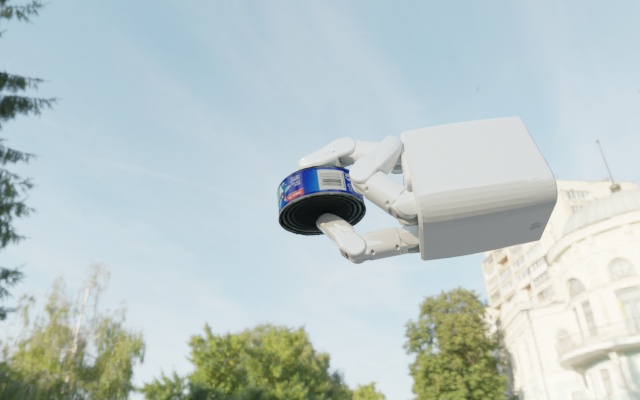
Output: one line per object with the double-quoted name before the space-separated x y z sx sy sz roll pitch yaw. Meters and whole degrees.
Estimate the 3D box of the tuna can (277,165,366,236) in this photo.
"tuna can" 0.000 0.001 0.469 0.086 0.033 0.086 -6 -29 -3
